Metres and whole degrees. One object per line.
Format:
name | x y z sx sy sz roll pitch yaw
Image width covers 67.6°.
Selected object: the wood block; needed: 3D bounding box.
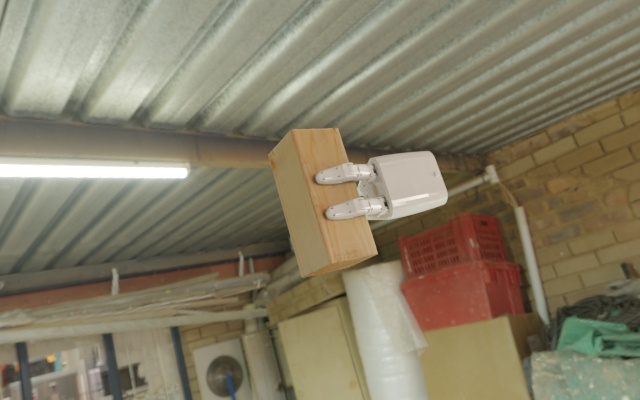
wood block | 0.000 0.002 0.734 0.090 0.206 0.091 -7 -17 -32
